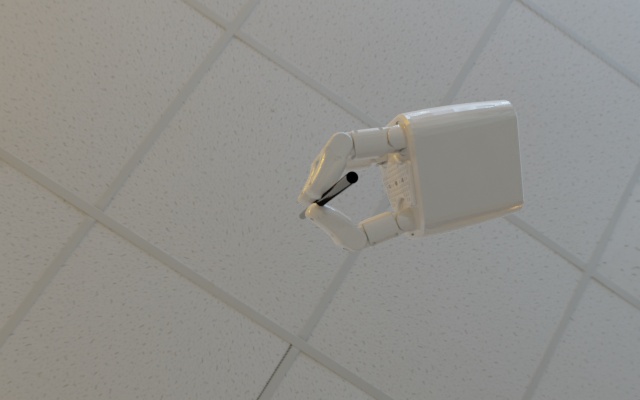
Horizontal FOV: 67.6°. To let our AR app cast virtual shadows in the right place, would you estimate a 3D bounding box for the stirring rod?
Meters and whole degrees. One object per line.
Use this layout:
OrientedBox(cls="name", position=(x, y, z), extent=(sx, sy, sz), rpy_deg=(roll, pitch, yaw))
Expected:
OrientedBox(cls="stirring rod", position=(0.000, 0.001, 0.420), extent=(0.011, 0.011, 0.239), rpy_deg=(0, -8, -10))
